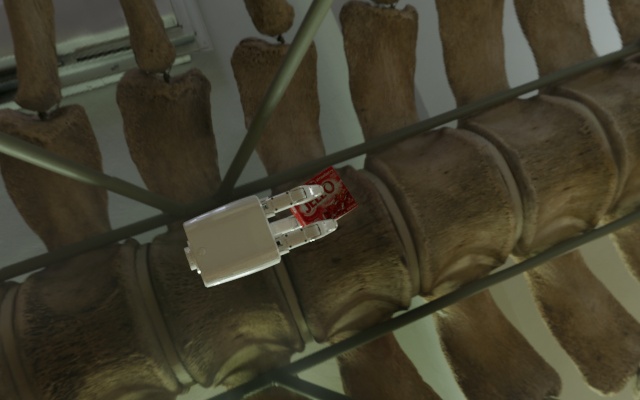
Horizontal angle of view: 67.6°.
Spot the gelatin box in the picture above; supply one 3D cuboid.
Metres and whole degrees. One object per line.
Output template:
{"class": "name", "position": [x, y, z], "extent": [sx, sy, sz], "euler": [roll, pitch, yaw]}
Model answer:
{"class": "gelatin box", "position": [0.000, 0.002, 0.719], "extent": [0.089, 0.073, 0.030], "euler": [-34, -1, -22]}
